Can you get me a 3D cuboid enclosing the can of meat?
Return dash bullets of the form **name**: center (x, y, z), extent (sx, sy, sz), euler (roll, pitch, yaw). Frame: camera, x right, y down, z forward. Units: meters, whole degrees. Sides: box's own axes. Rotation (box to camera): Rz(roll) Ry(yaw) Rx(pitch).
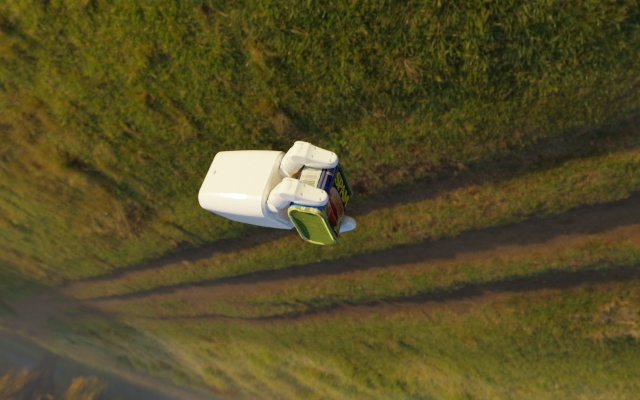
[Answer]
- **can of meat**: center (0.000, 0.002, 0.646), extent (0.057, 0.084, 0.102), euler (6, -29, 21)
